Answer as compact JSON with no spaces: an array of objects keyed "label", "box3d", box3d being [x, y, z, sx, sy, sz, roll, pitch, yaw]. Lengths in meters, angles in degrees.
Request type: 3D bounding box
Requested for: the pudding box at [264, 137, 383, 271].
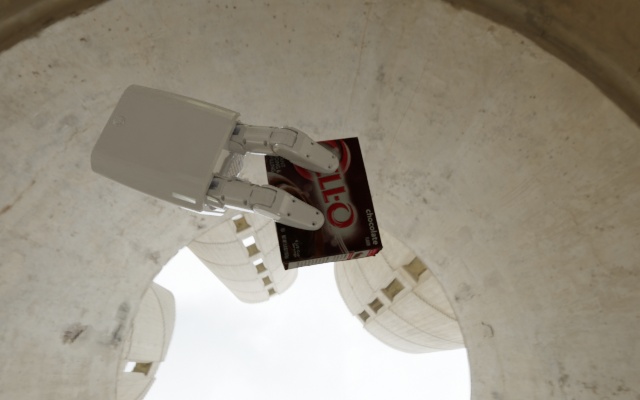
[{"label":"pudding box","box3d":[0.000,0.001,0.439,0.090,0.113,0.039,-8,-17,-8]}]
